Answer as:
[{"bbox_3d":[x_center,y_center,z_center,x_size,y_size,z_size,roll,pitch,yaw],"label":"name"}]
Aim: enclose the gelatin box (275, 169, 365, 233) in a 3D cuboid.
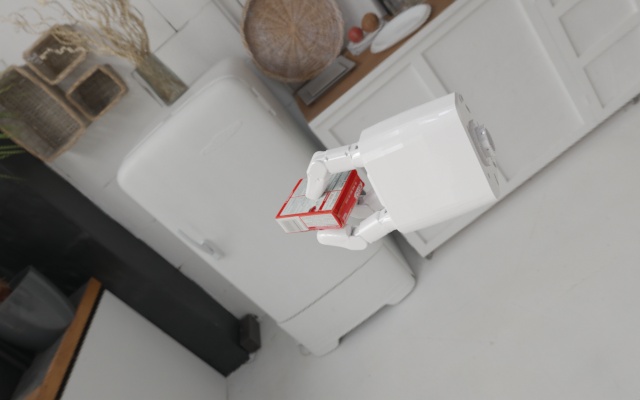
[{"bbox_3d":[0.000,0.002,0.566,0.089,0.030,0.073,-8,39,37],"label":"gelatin box"}]
